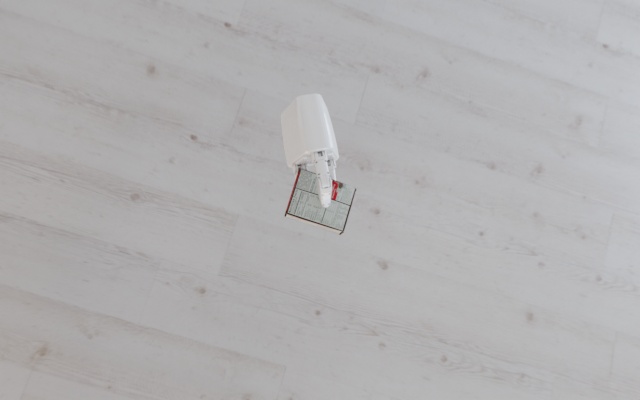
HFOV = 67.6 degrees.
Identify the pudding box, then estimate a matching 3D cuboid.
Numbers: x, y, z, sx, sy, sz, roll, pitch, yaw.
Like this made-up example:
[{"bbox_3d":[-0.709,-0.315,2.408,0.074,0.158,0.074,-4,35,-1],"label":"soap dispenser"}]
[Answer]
[{"bbox_3d":[0.000,0.003,0.873,0.113,0.090,0.039,18,-12,-4],"label":"pudding box"}]
